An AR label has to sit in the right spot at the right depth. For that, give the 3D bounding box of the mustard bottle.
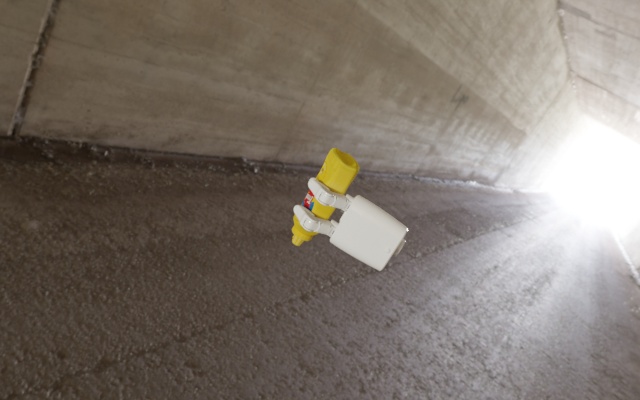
[{"bbox_3d":[0.000,0.002,0.873,0.058,0.192,0.096,24,19,-17],"label":"mustard bottle"}]
